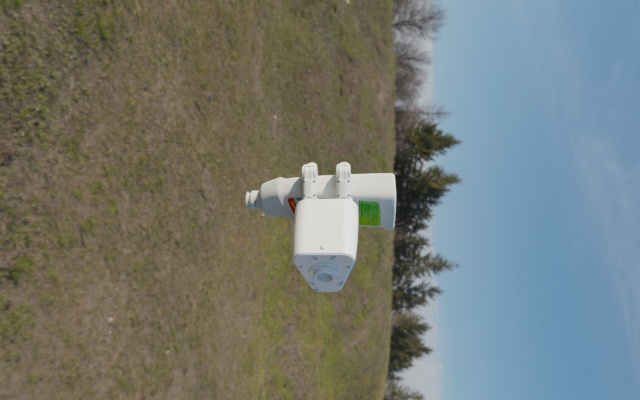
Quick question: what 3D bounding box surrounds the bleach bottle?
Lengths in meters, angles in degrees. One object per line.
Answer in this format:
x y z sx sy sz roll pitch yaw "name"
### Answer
0.000 0.003 0.817 0.251 0.068 0.103 -1 -41 5 "bleach bottle"
